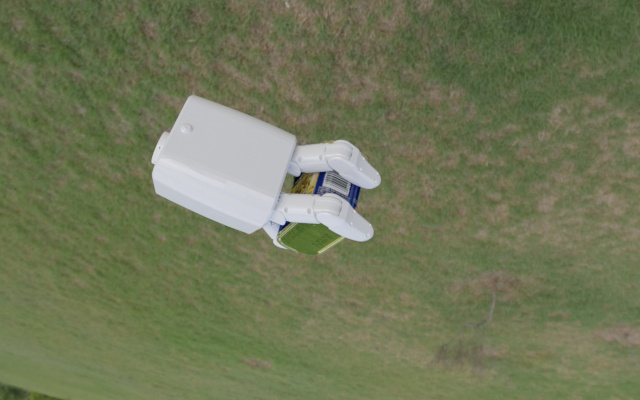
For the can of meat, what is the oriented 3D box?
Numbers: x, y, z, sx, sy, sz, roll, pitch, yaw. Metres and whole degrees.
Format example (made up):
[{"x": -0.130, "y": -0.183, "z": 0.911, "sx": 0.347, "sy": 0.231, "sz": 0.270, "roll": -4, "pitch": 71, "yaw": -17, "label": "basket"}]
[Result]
[{"x": 0.000, "y": 0.002, "z": 0.491, "sx": 0.057, "sy": 0.084, "sz": 0.102, "roll": 25, "pitch": -32, "yaw": -16, "label": "can of meat"}]
